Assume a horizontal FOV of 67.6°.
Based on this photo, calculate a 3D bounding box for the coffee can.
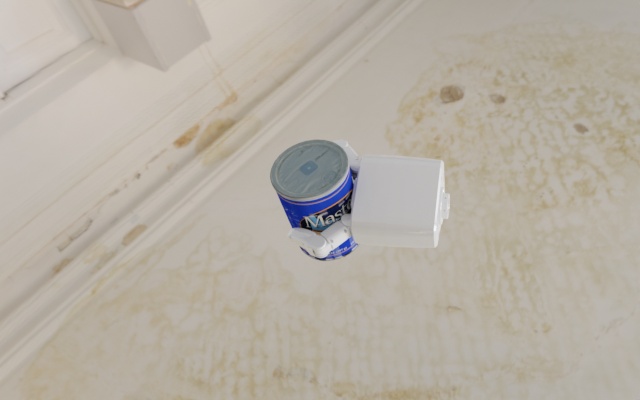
[{"bbox_3d":[0.000,0.002,0.655,0.103,0.102,0.140,0,-39,16],"label":"coffee can"}]
